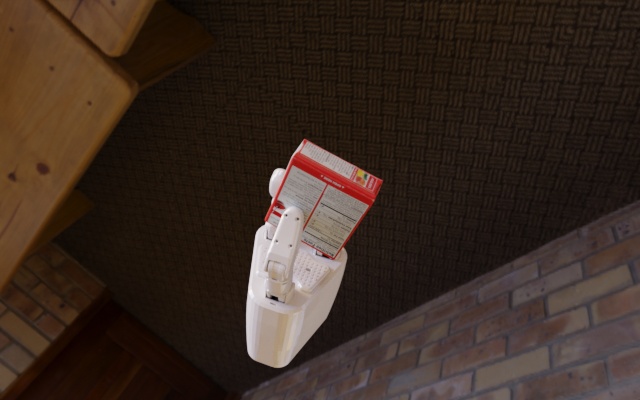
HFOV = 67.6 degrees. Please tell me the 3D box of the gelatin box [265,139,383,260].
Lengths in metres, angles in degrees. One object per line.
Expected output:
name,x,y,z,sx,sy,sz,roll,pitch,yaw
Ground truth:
gelatin box,0.000,0.001,0.406,0.073,0.030,0.089,28,-45,0
